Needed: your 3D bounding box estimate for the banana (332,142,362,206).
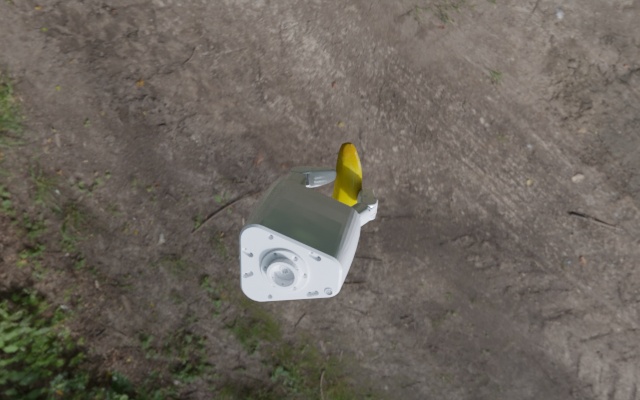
[{"bbox_3d":[0.014,0.015,0.652,0.069,0.198,0.037,33,31,2],"label":"banana"}]
